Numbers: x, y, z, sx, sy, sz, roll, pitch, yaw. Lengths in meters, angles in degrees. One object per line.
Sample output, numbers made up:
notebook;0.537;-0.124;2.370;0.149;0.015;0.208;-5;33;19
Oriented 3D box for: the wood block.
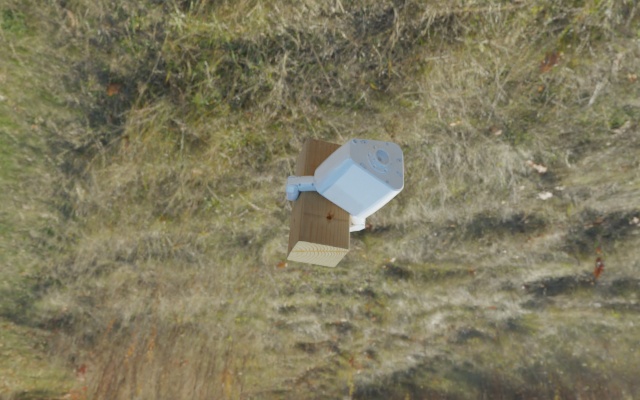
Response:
wood block;0.000;0.003;0.863;0.091;0.206;0.090;11;-30;-12
